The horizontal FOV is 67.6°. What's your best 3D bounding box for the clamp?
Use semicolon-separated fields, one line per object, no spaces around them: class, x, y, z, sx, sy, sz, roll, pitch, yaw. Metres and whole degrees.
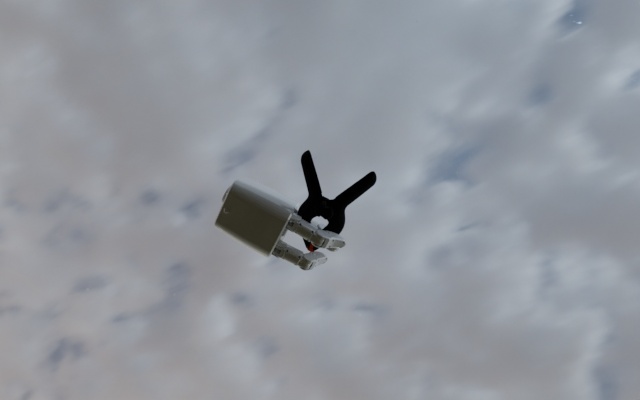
clamp;0.000;0.002;0.764;0.120;0.171;0.039;28;23;-2
